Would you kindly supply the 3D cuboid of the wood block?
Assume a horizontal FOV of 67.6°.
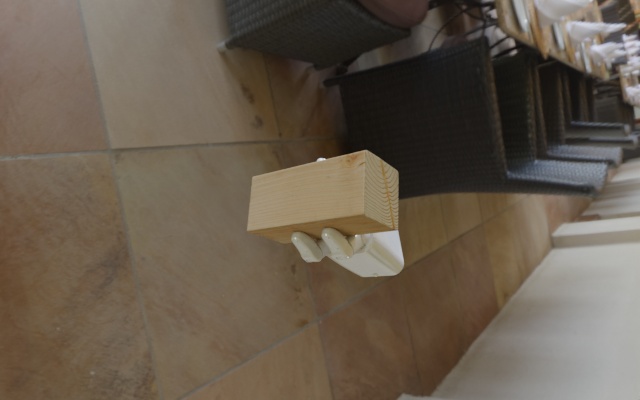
[{"bbox_3d":[0.000,0.002,0.691,0.206,0.090,0.090,-10,-22,36],"label":"wood block"}]
